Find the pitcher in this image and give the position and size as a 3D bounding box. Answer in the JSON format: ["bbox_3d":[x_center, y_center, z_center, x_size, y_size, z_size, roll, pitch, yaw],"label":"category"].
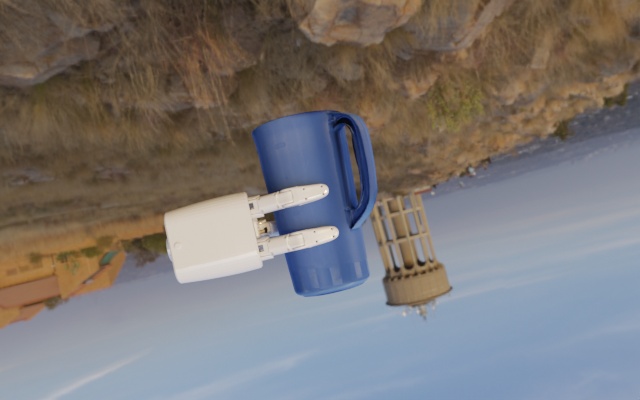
[{"bbox_3d":[0.000,0.002,0.662,0.145,0.243,0.149,-12,-3,-8],"label":"pitcher"}]
